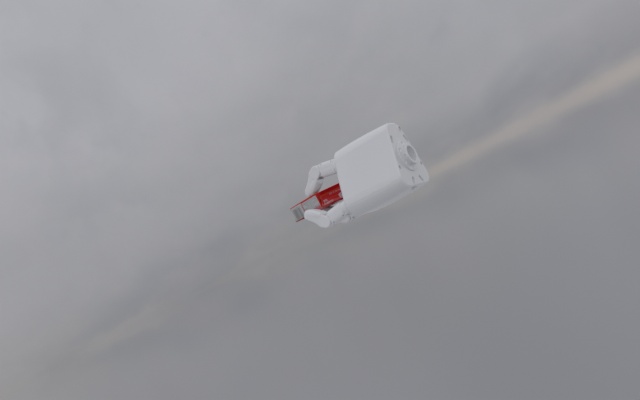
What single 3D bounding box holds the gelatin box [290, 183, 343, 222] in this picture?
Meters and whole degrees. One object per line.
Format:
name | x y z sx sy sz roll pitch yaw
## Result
gelatin box | 0.000 0.002 0.842 0.073 0.030 0.089 -24 -3 -40
